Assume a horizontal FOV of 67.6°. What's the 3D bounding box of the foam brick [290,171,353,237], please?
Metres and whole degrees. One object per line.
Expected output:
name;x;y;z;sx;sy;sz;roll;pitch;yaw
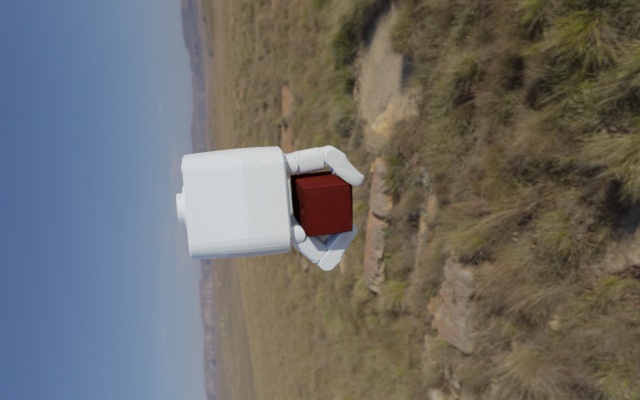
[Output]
foam brick;0.000;0.002;0.524;0.051;0.053;0.078;-6;15;-13
